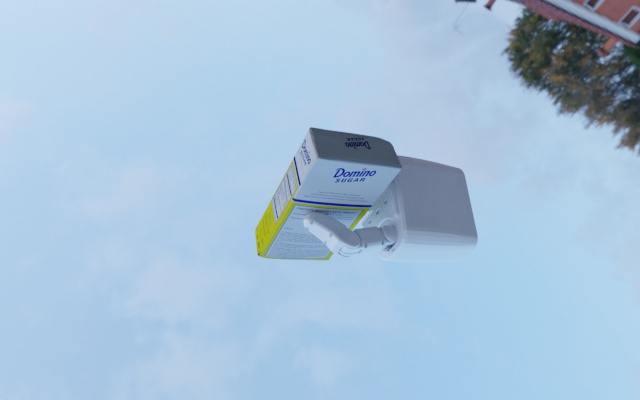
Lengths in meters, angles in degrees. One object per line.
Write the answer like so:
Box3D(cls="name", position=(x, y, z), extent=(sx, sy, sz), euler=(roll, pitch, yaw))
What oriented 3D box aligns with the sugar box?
Box3D(cls="sugar box", position=(0.000, 0.001, 0.506), extent=(0.093, 0.048, 0.176), euler=(5, -41, -26))
